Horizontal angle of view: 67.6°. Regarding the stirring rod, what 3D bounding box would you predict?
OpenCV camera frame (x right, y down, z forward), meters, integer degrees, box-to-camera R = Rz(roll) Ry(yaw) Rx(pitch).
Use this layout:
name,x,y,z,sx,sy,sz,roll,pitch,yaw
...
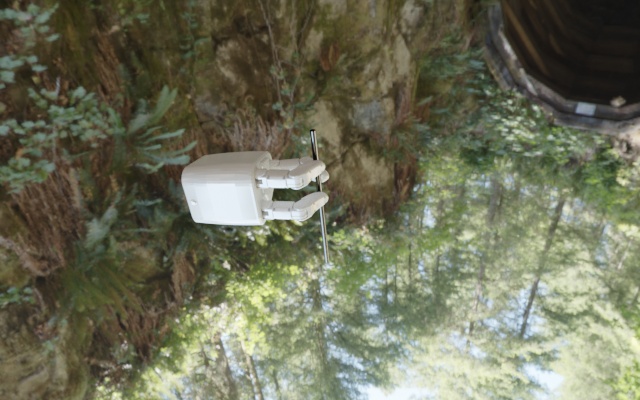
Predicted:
name,x,y,z,sx,sy,sz,roll,pitch,yaw
stirring rod,0.000,0.002,0.721,0.011,0.240,0.011,-4,35,3
